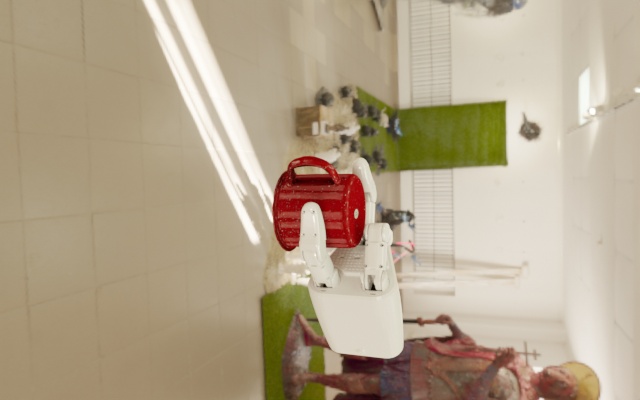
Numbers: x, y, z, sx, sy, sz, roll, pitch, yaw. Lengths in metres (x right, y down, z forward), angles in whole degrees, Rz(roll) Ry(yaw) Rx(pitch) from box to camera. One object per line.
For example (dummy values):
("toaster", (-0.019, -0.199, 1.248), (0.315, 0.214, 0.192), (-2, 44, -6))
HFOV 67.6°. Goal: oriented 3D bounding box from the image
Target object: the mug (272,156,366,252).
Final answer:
("mug", (0.000, 0.000, 0.523), (0.081, 0.117, 0.093), (0, 36, 20))
